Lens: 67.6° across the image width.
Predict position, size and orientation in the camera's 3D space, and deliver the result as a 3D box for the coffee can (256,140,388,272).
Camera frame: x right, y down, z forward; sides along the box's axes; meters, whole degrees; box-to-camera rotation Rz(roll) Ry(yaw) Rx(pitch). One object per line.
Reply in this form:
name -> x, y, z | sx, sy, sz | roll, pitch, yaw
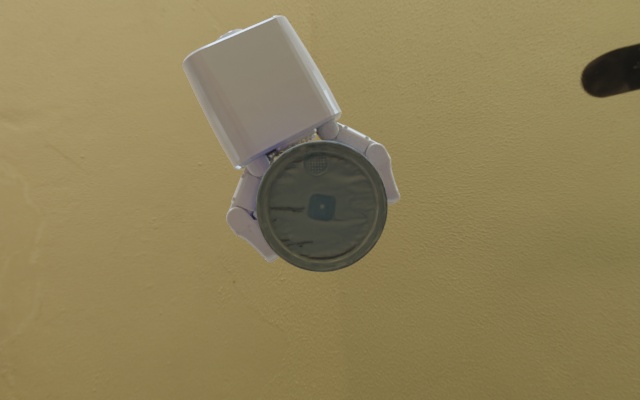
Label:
coffee can -> 0.000, 0.002, 0.438 | 0.103, 0.103, 0.140 | 0, 3, -1
